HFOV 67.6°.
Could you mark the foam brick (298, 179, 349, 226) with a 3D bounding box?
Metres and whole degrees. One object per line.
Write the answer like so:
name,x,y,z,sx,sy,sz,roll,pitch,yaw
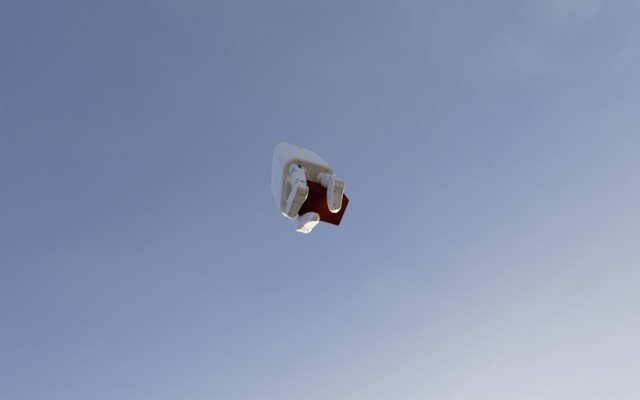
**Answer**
foam brick,0.000,0.003,0.825,0.078,0.053,0.051,16,19,-24
